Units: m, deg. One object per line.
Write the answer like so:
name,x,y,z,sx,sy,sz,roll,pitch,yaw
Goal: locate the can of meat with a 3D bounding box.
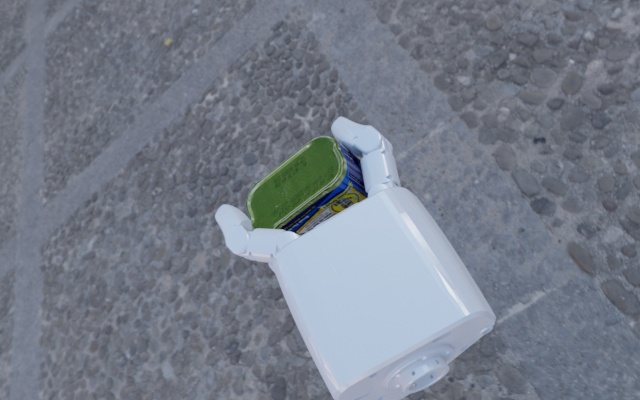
can of meat,0.000,0.001,0.408,0.102,0.057,0.084,-37,-37,18
